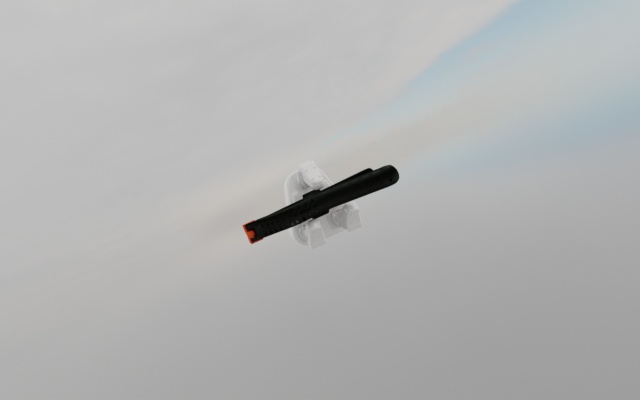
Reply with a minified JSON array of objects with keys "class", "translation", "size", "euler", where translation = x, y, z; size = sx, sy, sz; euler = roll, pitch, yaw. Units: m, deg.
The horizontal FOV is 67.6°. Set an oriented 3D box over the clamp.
[{"class":"clamp","translation":[-0.001,0.002,0.624],"size":[0.210,0.036,0.164],"euler":[-24,3,-9]}]
